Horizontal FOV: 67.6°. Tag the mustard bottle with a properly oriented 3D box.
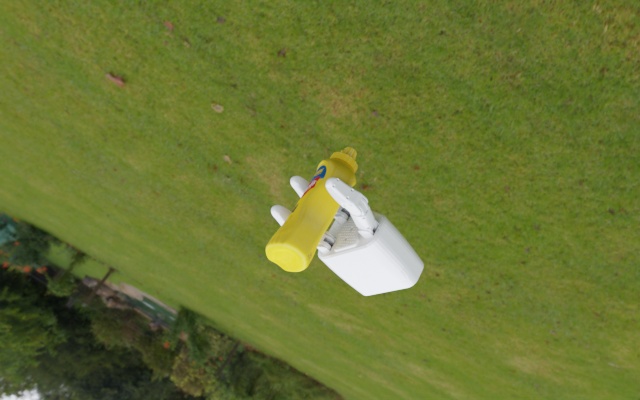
[{"bbox_3d":[0.000,0.002,0.647,0.058,0.191,0.096,34,-25,-4],"label":"mustard bottle"}]
